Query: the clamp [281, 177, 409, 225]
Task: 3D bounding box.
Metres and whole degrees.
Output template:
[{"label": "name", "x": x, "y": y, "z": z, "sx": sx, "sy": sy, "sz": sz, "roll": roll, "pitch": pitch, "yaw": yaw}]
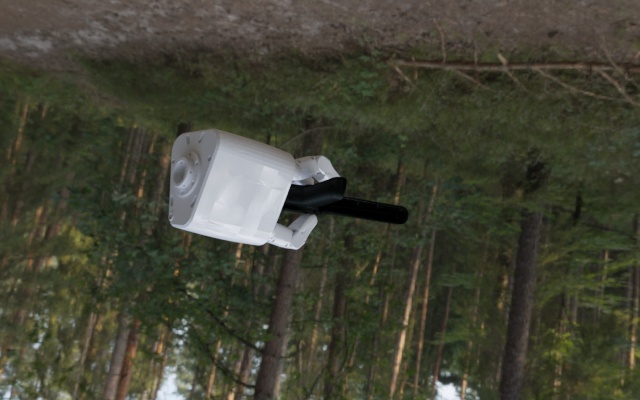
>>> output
[{"label": "clamp", "x": -0.001, "y": 0.003, "z": 0.628, "sx": 0.210, "sy": 0.036, "sz": 0.164, "roll": 1, "pitch": -14, "yaw": 44}]
